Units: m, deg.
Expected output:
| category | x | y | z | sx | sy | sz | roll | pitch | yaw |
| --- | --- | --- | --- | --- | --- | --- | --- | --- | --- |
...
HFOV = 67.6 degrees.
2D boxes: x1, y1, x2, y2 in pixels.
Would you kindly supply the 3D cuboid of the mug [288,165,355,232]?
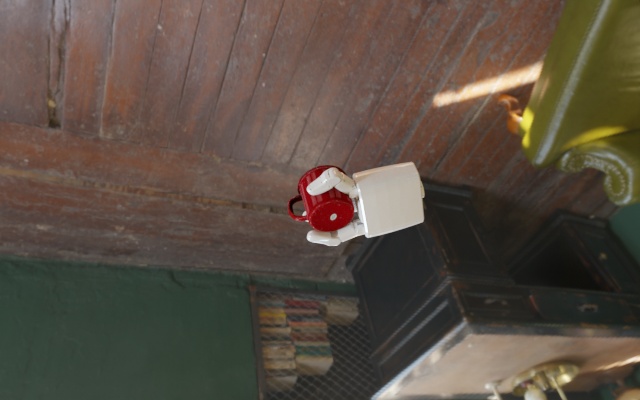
| category | x | y | z | sx | sy | sz | roll | pitch | yaw |
| --- | --- | --- | --- | --- | --- | --- | --- | --- | --- |
| mug | -0.001 | 0.003 | 0.828 | 0.117 | 0.081 | 0.093 | -15 | -43 | 0 |
